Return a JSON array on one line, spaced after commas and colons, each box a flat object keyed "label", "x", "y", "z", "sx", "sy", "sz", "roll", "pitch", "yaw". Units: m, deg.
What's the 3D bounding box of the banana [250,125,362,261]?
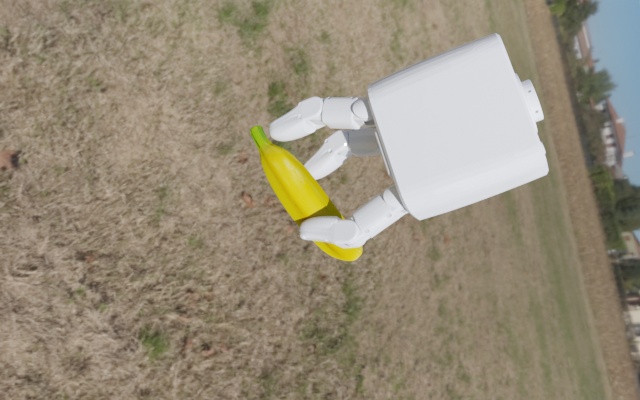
[{"label": "banana", "x": 0.000, "y": 0.011, "z": 0.464, "sx": 0.037, "sy": 0.069, "sz": 0.198, "roll": -26, "pitch": -52, "yaw": 15}]
